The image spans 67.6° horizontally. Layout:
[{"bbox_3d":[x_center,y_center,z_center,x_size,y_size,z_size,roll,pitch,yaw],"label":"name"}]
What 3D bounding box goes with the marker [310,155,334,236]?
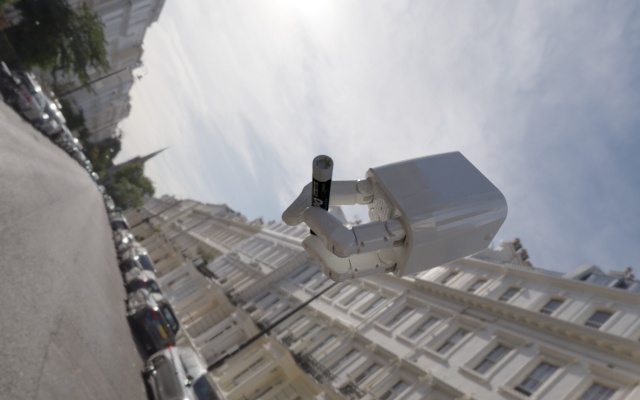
[{"bbox_3d":[0.000,0.001,0.459,0.020,0.020,0.121,0,-34,-3],"label":"marker"}]
